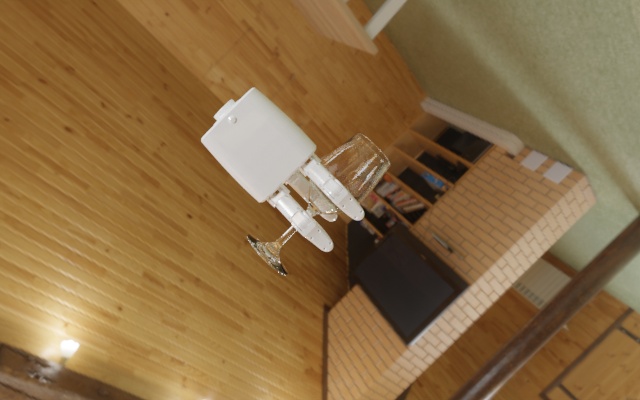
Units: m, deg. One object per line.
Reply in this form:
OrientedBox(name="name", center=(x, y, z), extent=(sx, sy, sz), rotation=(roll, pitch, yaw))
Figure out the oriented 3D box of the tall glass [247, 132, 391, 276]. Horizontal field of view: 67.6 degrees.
OrientedBox(name="tall glass", center=(0.000, 0.003, 0.627), extent=(0.201, 0.079, 0.079), rotation=(-44, -2, 1))
